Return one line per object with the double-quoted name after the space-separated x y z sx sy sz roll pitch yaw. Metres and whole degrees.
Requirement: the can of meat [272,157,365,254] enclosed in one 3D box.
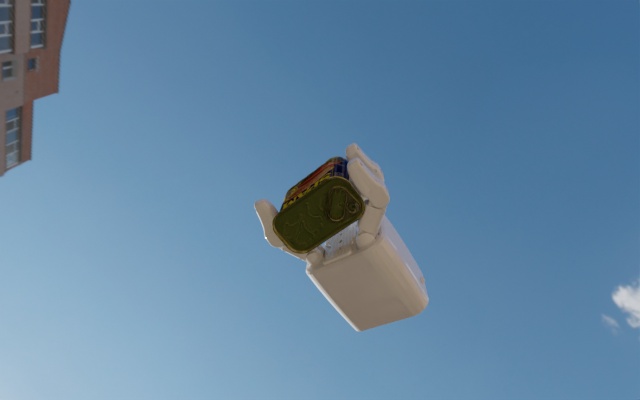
0.000 0.002 0.549 0.102 0.057 0.084 -35 16 17 "can of meat"
